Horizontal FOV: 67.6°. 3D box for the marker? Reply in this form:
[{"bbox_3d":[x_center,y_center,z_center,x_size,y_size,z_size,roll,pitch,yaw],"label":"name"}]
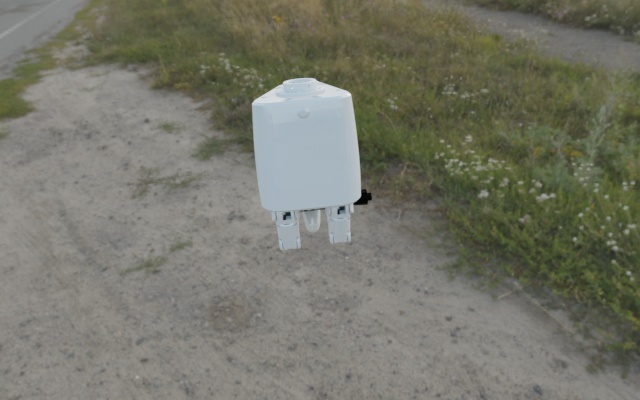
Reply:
[{"bbox_3d":[0.000,0.002,0.559,0.121,0.020,0.020,-7,0,-3],"label":"marker"}]
